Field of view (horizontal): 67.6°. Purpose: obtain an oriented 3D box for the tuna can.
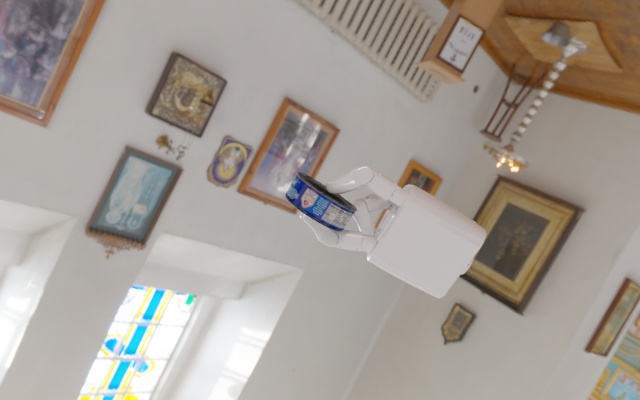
[{"bbox_3d":[0.000,0.002,0.585,0.086,0.034,0.086,32,7,-5],"label":"tuna can"}]
